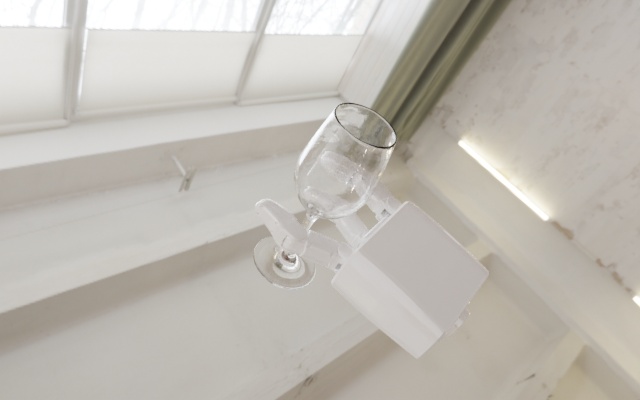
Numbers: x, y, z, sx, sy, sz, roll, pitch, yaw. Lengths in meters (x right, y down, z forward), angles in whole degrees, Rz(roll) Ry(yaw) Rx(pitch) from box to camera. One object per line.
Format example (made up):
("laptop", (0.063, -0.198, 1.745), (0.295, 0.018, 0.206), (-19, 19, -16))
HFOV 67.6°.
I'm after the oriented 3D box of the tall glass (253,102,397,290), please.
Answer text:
("tall glass", (0.000, 0.002, 0.475), (0.079, 0.079, 0.201), (0, -43, -33))
